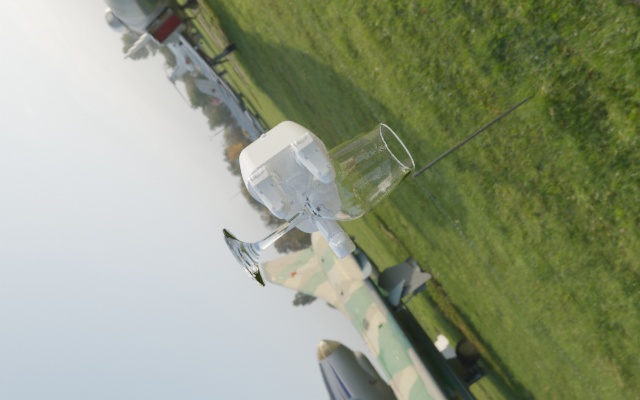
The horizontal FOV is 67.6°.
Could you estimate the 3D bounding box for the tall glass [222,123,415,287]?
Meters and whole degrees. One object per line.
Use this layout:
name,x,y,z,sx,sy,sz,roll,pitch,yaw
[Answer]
tall glass,0.000,0.002,0.501,0.201,0.079,0.079,-36,1,-1
